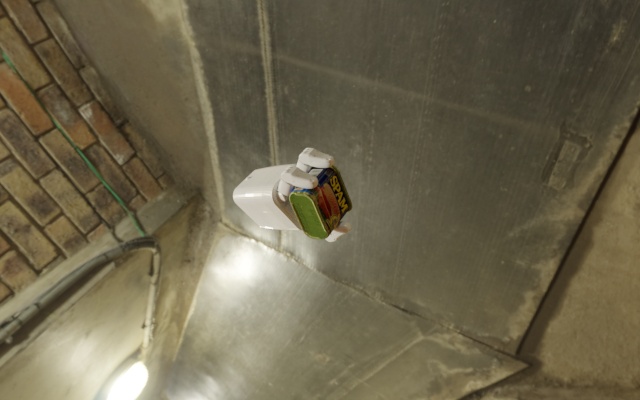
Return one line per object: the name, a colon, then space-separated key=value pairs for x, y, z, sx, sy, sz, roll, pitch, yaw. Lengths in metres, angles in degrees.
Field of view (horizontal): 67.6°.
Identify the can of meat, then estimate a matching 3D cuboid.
can of meat: x=0.000 y=0.003 z=0.798 sx=0.057 sy=0.102 sz=0.084 roll=2 pitch=38 yaw=37
